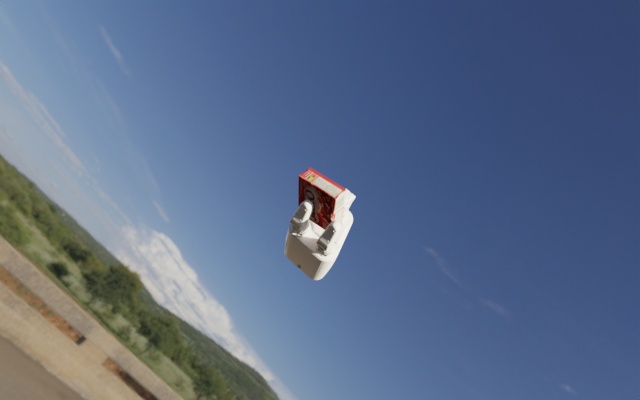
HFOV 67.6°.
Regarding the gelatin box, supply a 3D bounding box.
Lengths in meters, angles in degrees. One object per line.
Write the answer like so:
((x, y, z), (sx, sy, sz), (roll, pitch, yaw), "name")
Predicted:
((0.000, 0.002, 0.750), (0.073, 0.089, 0.030), (33, 54, 23), "gelatin box")
